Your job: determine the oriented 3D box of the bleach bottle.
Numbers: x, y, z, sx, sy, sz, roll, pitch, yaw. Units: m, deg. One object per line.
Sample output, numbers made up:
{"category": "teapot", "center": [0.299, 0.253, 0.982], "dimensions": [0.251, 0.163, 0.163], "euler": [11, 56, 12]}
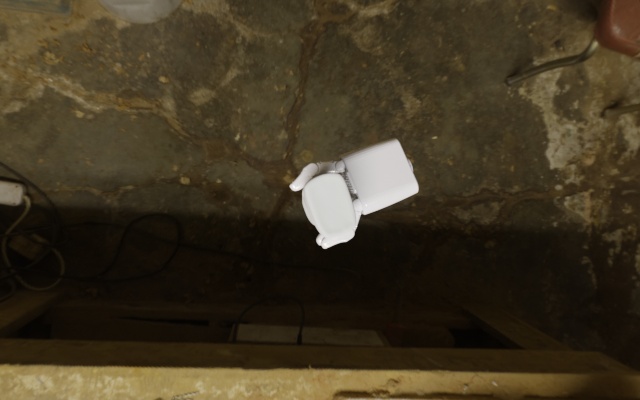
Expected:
{"category": "bleach bottle", "center": [0.000, 0.003, 0.846], "dimensions": [0.068, 0.102, 0.251], "euler": [-20, 6, -6]}
